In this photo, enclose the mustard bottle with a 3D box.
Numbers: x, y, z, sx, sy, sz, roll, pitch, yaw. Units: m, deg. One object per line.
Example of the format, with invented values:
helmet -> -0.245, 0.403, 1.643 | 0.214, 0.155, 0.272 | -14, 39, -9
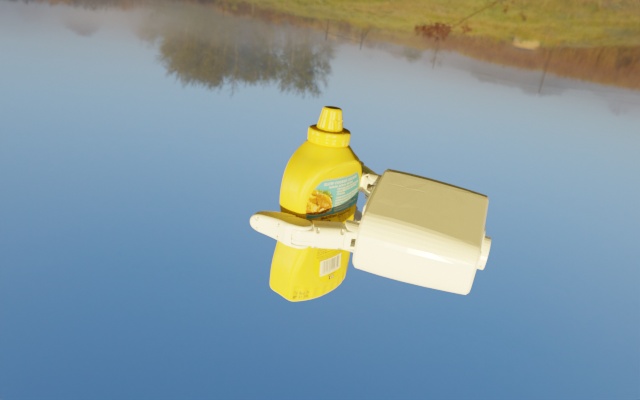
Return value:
mustard bottle -> 0.000, 0.002, 0.482 | 0.058, 0.192, 0.096 | 26, 28, 37
